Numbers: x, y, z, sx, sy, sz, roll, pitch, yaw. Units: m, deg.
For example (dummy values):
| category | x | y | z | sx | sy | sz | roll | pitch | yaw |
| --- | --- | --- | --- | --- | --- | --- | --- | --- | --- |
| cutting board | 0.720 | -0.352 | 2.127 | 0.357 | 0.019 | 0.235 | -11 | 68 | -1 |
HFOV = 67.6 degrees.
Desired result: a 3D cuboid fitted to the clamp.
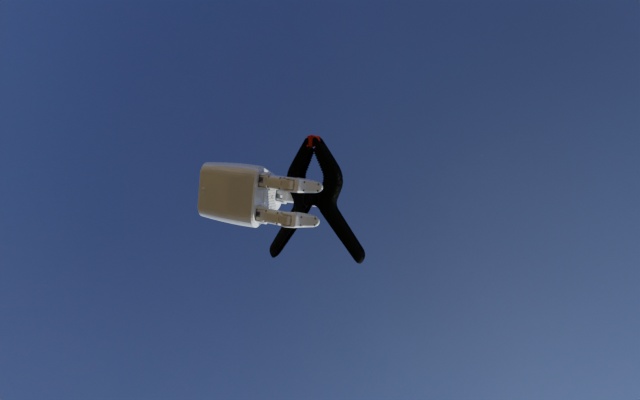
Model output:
| category | x | y | z | sx | sy | sz | roll | pitch | yaw |
| --- | --- | --- | --- | --- | --- | --- | --- | --- | --- |
| clamp | 0.000 | 0.002 | 0.767 | 0.164 | 0.210 | 0.036 | 8 | 8 | 20 |
